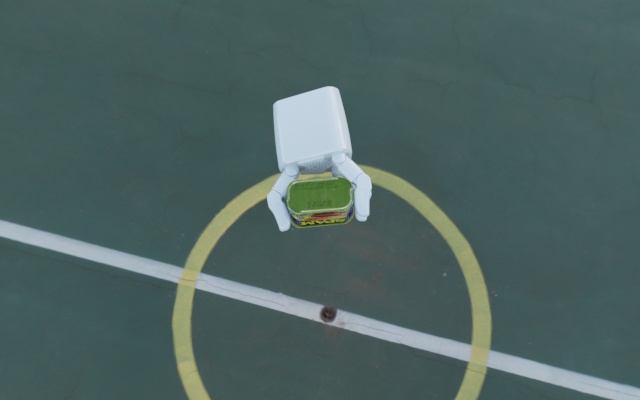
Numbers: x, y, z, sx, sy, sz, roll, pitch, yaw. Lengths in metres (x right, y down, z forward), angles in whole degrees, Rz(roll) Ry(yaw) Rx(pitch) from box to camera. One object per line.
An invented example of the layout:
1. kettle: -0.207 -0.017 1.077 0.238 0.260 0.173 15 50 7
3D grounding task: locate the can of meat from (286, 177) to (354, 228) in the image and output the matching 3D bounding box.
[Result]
1. can of meat: 0.000 0.002 0.716 0.102 0.057 0.084 -5 -15 0
